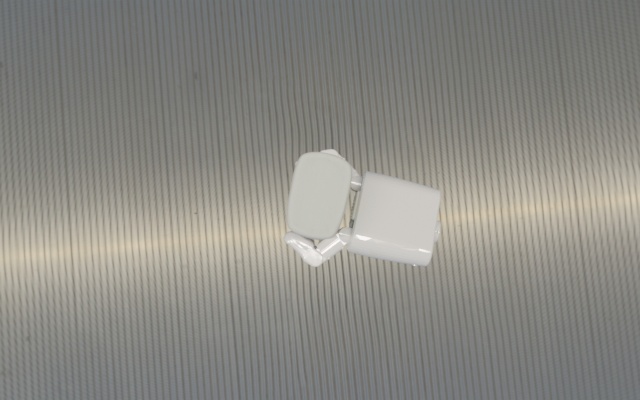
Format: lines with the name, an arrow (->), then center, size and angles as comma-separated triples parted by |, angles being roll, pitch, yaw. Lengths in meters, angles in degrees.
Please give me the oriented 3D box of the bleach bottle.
bleach bottle -> 0.000, 0.002, 0.661 | 0.068, 0.102, 0.251 | 13, -3, 2
